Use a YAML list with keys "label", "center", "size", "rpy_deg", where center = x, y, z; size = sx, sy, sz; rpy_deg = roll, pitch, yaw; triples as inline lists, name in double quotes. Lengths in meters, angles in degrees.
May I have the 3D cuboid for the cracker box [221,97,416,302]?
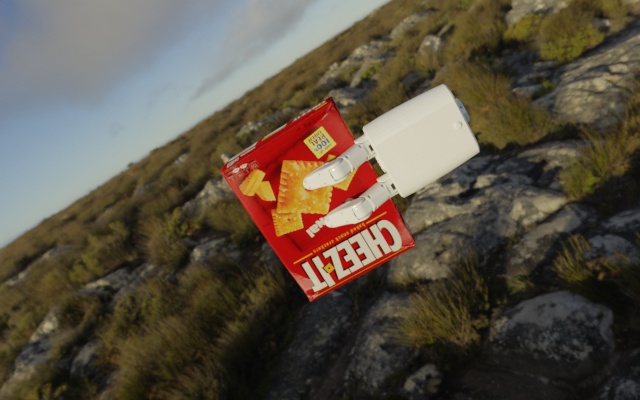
- label: "cracker box"
  center: [0.000, 0.002, 0.617]
  size: [0.164, 0.214, 0.072]
  rpy_deg: [-30, 15, 11]
